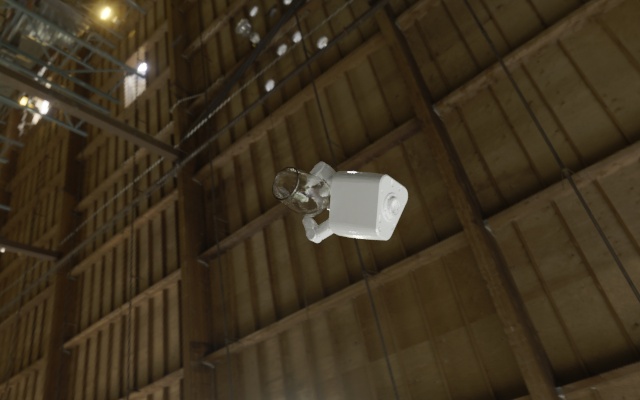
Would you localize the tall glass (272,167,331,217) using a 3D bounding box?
[{"bbox_3d":[0.000,0.003,0.896,0.079,0.079,0.201,0,-19,41],"label":"tall glass"}]
